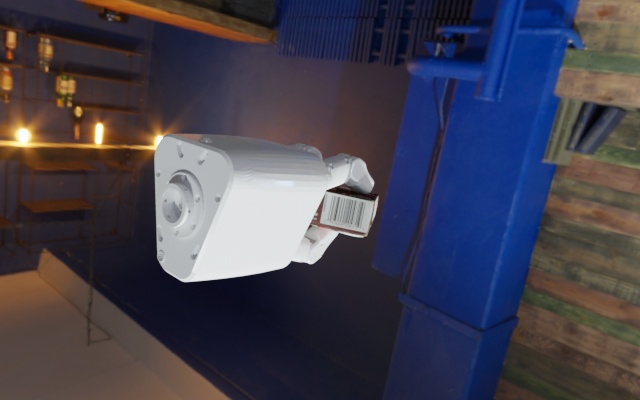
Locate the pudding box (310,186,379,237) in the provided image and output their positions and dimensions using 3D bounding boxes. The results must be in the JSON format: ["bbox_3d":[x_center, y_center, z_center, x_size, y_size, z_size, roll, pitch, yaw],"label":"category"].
[{"bbox_3d":[0.000,0.002,0.486,0.113,0.039,0.090,14,8,8],"label":"pudding box"}]
